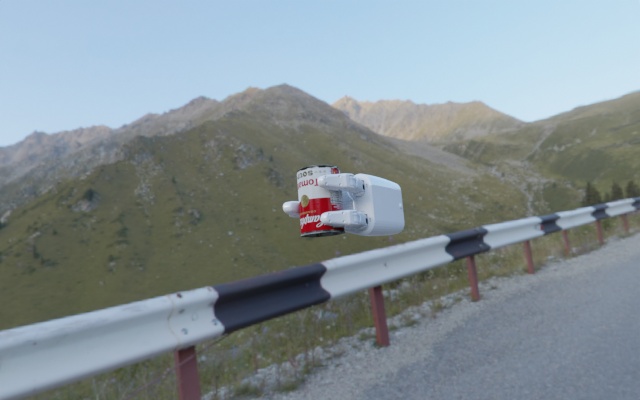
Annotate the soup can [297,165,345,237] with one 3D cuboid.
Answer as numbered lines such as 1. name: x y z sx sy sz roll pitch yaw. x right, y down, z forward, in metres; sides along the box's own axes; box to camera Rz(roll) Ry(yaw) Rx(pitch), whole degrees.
1. soup can: 0.000 0.002 0.734 0.068 0.102 0.068 -4 -9 -1
